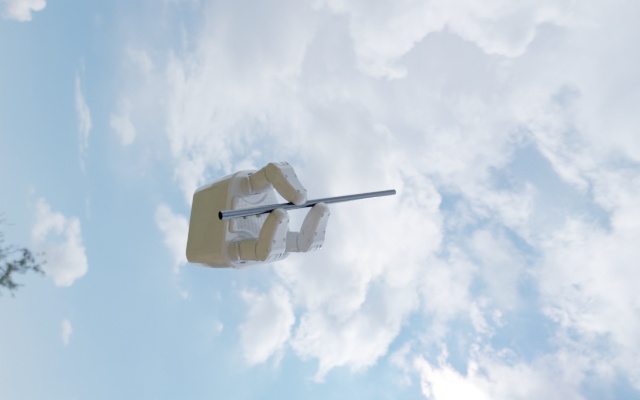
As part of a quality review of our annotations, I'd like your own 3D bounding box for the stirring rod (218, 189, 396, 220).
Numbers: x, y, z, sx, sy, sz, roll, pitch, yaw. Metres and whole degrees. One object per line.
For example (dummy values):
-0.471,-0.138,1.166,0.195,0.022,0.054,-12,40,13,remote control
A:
0.000,0.002,0.509,0.239,0.011,0.011,-8,5,-41,stirring rod
